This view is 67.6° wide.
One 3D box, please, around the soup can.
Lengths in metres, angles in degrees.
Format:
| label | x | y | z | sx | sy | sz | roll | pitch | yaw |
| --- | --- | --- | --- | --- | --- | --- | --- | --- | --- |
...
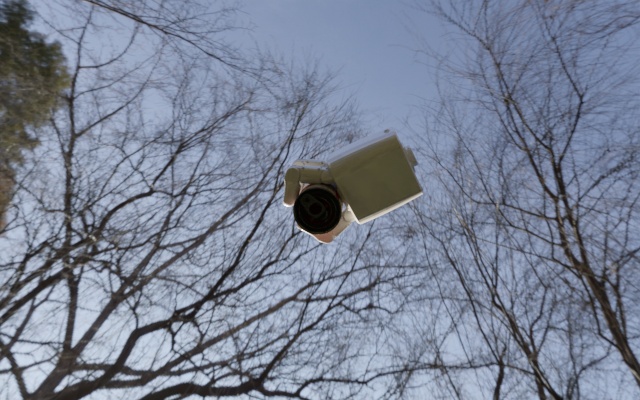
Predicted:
| label | x | y | z | sx | sy | sz | roll | pitch | yaw |
| --- | --- | --- | --- | --- | --- | --- | --- | --- | --- |
| soup can | 0.000 | 0.003 | 0.707 | 0.068 | 0.068 | 0.102 | 0 | 15 | 6 |
